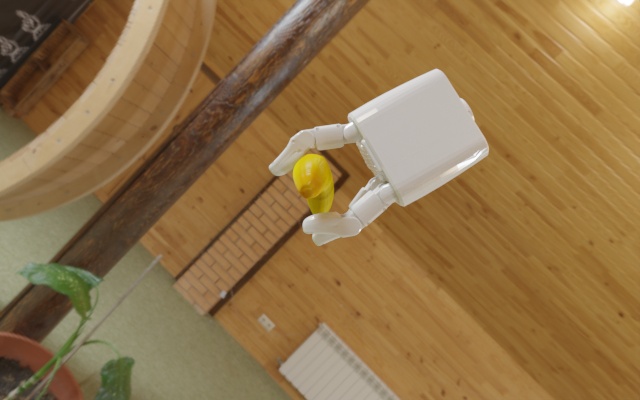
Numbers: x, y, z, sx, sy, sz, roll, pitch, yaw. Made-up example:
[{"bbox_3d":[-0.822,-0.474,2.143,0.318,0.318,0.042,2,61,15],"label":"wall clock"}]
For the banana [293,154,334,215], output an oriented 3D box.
[{"bbox_3d":[-0.004,-0.015,0.521,0.037,0.069,0.198,-13,-15,2],"label":"banana"}]
